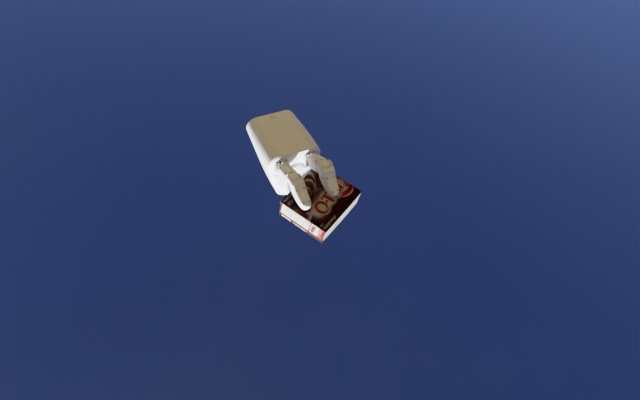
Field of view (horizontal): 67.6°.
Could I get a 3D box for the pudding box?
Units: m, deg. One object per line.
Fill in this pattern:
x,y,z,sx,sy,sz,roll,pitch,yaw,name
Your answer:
0.000,0.003,0.782,0.090,0.113,0.039,33,-35,13,pudding box
